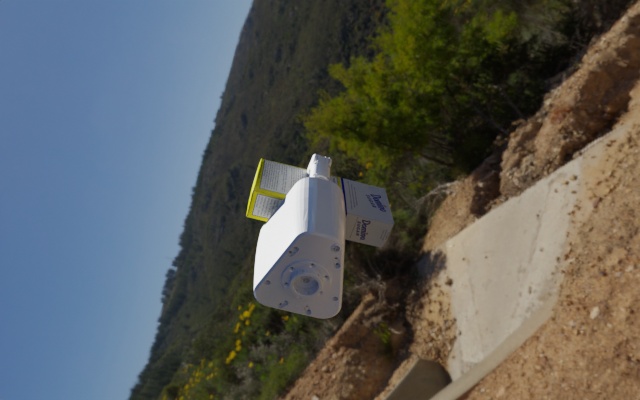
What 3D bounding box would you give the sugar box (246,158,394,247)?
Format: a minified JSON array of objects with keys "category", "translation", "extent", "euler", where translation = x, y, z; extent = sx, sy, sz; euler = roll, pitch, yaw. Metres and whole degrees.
[{"category":"sugar box","translation":[0.000,0.002,0.610],"extent":[0.176,0.048,0.093],"euler":[16,29,-9]}]
